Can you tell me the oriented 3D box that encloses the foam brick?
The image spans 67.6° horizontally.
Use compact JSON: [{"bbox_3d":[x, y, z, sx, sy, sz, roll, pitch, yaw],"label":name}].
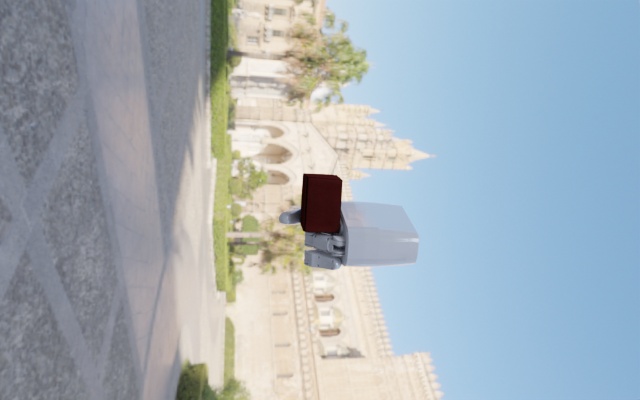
[{"bbox_3d":[0.000,0.002,0.676,0.051,0.078,0.053,2,11,-8],"label":"foam brick"}]
